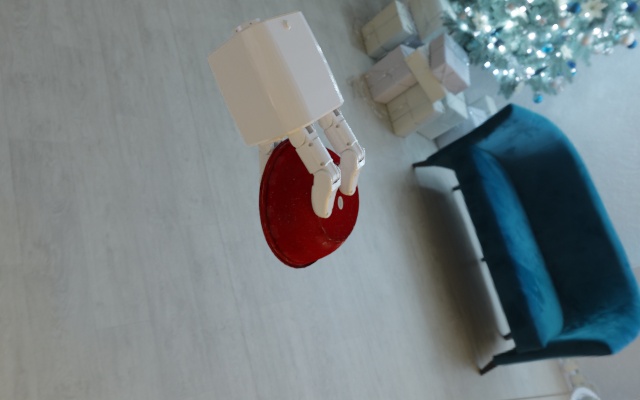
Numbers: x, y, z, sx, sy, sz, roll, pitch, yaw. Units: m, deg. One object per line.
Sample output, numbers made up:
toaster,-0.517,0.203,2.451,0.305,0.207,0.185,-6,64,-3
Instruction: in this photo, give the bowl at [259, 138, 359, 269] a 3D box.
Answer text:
bowl,0.001,0.003,0.564,0.055,0.162,0.162,1,1,34
